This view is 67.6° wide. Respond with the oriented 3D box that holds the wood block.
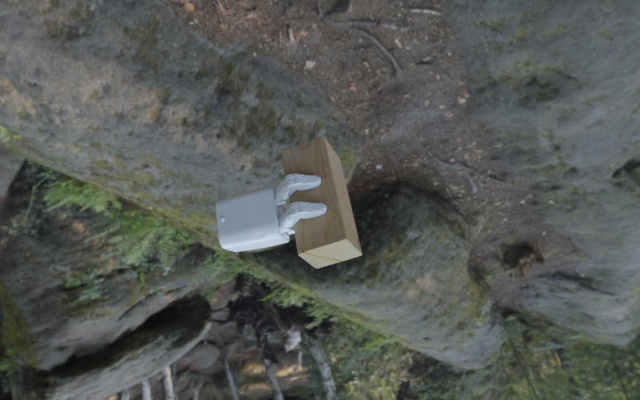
[{"bbox_3d":[0.000,0.003,0.854,0.090,0.206,0.091,-19,-29,14],"label":"wood block"}]
